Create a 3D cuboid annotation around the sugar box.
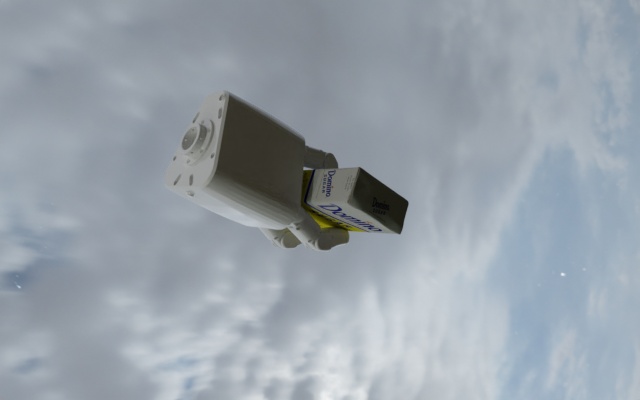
[{"bbox_3d":[0.000,0.002,0.542,0.176,0.048,0.093,3,-20,46],"label":"sugar box"}]
